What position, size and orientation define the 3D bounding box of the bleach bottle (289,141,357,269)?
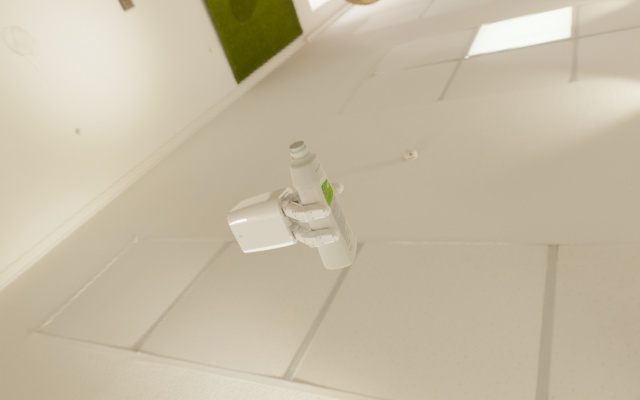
[{"bbox_3d":[0.000,0.003,0.879,0.068,0.251,0.102,-13,30,14],"label":"bleach bottle"}]
